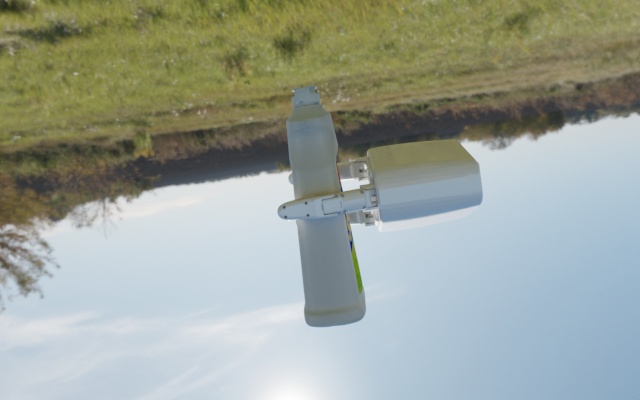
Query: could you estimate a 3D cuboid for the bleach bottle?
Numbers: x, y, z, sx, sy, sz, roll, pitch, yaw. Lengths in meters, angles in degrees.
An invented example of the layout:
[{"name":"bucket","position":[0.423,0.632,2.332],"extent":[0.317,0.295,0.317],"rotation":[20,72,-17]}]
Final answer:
[{"name":"bleach bottle","position":[0.000,0.002,0.526],"extent":[0.068,0.251,0.102],"rotation":[-8,6,5]}]
